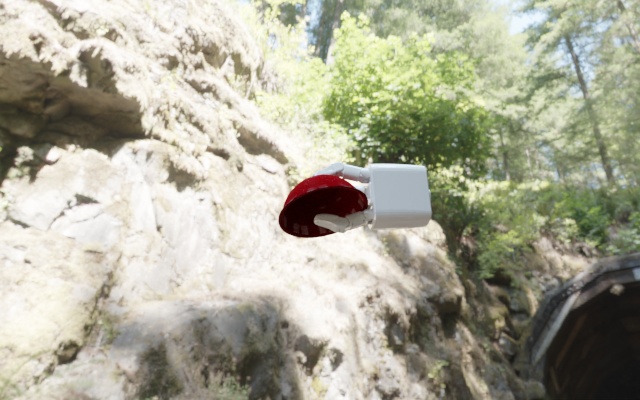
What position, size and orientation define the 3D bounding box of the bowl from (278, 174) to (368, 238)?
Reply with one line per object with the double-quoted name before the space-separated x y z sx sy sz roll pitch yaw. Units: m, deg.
"bowl" -0.001 0.002 0.845 0.162 0.055 0.162 -11 -33 -7
